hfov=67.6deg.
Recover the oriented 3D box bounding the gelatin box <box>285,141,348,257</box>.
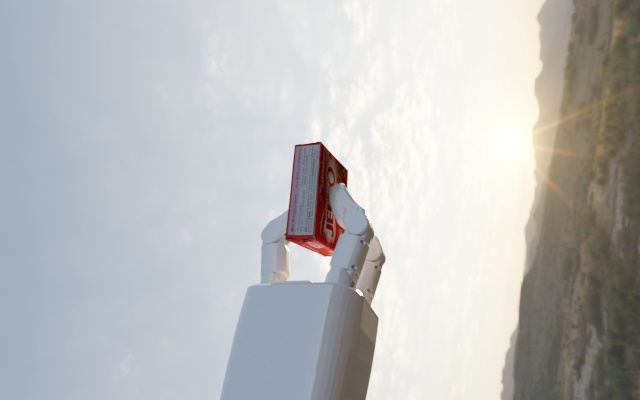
[{"bbox_3d":[0.000,0.001,0.436,0.030,0.089,0.073,-3,-18,22],"label":"gelatin box"}]
